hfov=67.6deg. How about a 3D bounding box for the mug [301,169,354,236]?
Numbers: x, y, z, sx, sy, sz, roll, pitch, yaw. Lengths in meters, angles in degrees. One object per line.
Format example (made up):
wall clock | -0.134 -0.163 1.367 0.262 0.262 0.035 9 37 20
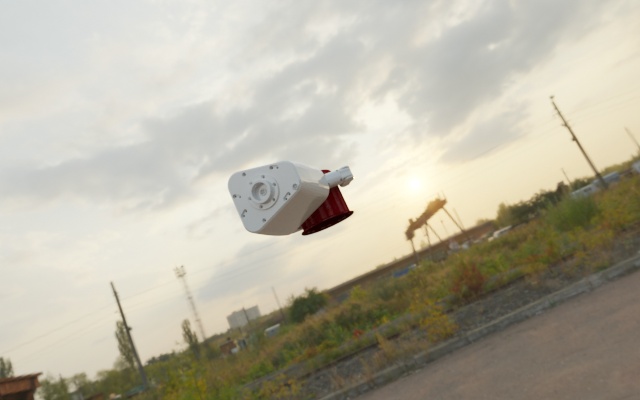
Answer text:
mug | 0.001 0.002 0.791 0.093 0.081 0.117 -27 -12 16
